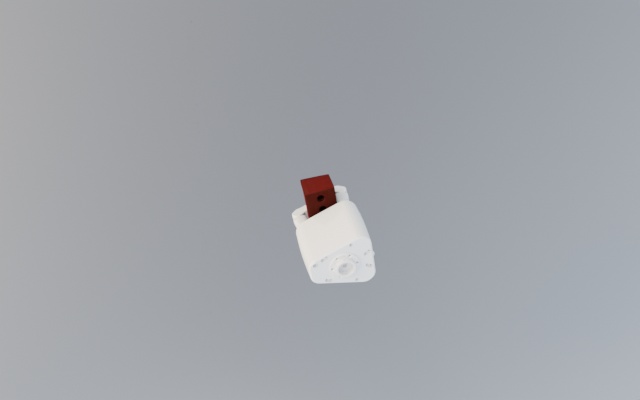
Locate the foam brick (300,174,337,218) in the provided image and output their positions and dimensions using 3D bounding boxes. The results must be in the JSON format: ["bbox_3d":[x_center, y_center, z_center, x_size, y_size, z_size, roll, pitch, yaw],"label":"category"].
[{"bbox_3d":[0.000,0.002,0.829,0.053,0.078,0.051,-14,33,-3],"label":"foam brick"}]
